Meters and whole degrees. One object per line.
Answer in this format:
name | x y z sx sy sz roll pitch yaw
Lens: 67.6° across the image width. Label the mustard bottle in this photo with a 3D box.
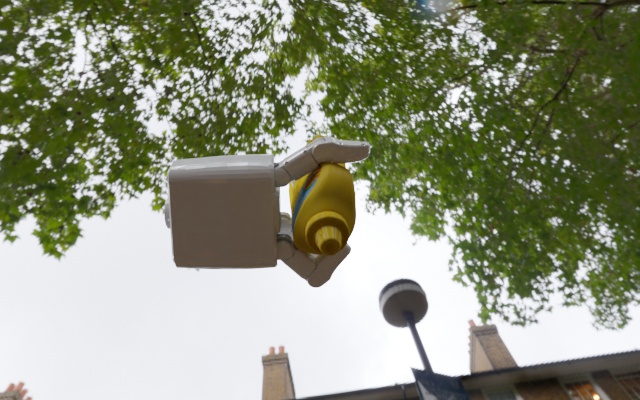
mustard bottle | 0.000 0.002 0.507 0.058 0.096 0.191 21 21 -14
